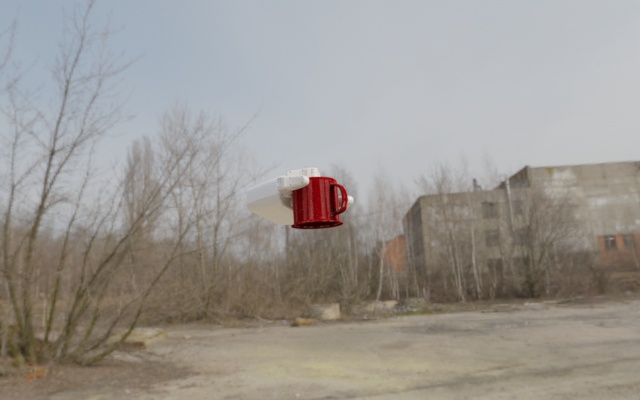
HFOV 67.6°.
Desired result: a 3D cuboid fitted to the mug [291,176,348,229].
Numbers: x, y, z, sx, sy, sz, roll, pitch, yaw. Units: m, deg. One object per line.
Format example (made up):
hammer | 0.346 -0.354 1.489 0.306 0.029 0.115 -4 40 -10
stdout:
mug | 0.001 0.002 0.842 0.093 0.081 0.117 7 -15 -44
